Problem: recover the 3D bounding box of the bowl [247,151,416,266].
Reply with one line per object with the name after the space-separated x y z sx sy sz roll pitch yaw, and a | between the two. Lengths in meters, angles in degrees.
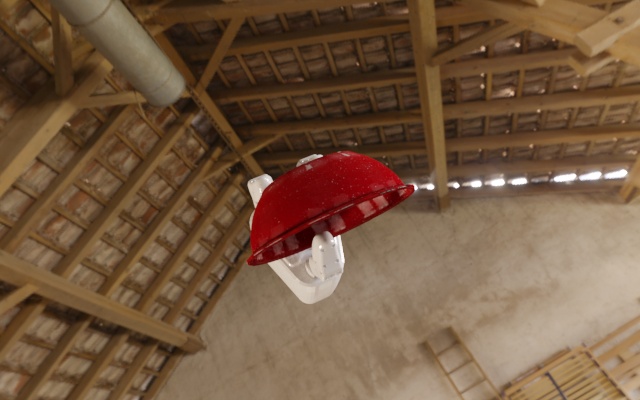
0.000 0.001 0.426 0.162 0.055 0.162 -24 -10 -4 | bowl
